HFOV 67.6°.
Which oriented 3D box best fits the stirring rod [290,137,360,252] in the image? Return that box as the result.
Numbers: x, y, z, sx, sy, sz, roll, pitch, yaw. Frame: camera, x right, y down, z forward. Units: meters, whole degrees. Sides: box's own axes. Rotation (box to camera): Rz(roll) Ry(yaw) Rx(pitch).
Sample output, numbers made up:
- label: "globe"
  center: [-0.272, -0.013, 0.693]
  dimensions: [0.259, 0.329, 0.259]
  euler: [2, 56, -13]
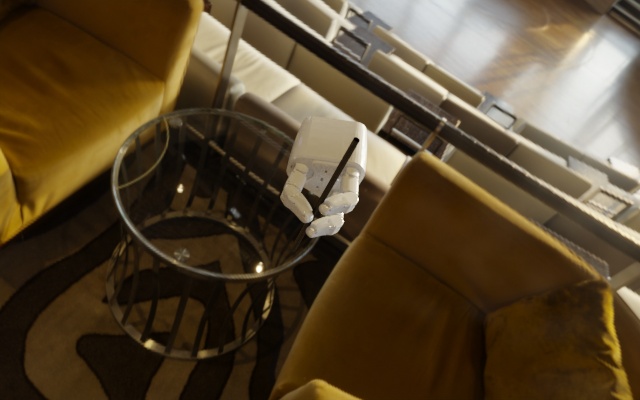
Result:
- label: "stirring rod"
  center: [0.000, 0.002, 0.642]
  dimensions: [0.011, 0.011, 0.240]
  euler: [0, -37, -26]
